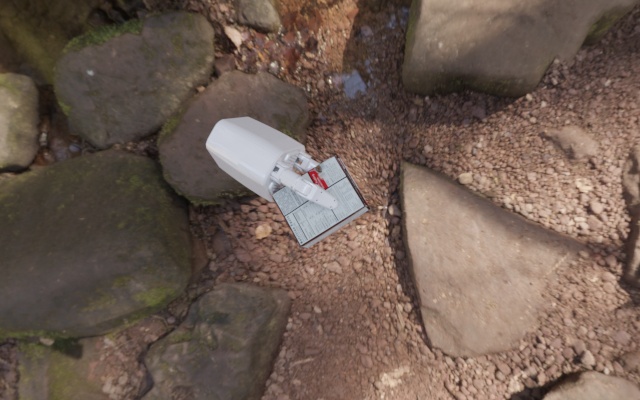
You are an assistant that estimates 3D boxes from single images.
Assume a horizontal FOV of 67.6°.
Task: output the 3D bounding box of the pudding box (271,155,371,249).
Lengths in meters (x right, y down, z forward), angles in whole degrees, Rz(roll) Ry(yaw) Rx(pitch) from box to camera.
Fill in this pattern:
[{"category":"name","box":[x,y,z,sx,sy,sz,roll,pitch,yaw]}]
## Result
[{"category":"pudding box","box":[0.000,0.002,0.676,0.113,0.090,0.039,-32,-12,10]}]
